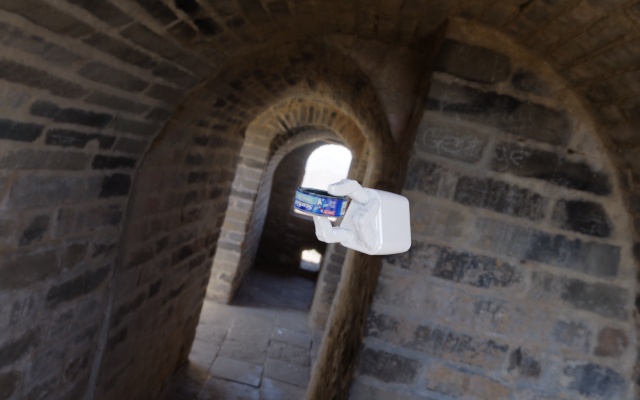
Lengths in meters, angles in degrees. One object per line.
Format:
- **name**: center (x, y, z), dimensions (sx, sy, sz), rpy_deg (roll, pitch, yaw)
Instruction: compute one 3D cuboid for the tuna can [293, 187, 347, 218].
- **tuna can**: center (0.000, 0.002, 0.785), dimensions (0.086, 0.034, 0.086), rpy_deg (11, 8, -2)
